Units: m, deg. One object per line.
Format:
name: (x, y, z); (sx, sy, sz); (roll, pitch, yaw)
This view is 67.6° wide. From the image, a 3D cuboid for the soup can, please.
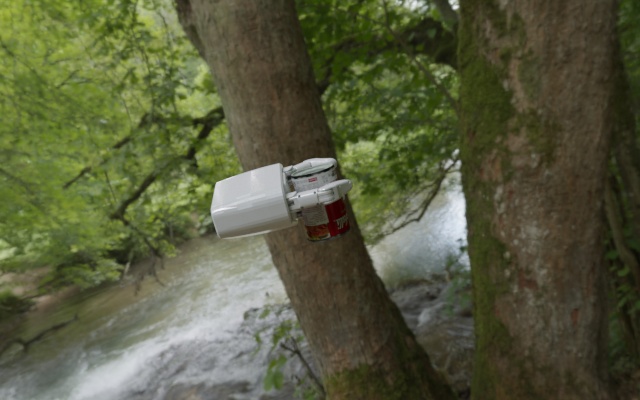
soup can: (0.001, 0.002, 0.711); (0.068, 0.102, 0.068); (-14, 12, 3)
